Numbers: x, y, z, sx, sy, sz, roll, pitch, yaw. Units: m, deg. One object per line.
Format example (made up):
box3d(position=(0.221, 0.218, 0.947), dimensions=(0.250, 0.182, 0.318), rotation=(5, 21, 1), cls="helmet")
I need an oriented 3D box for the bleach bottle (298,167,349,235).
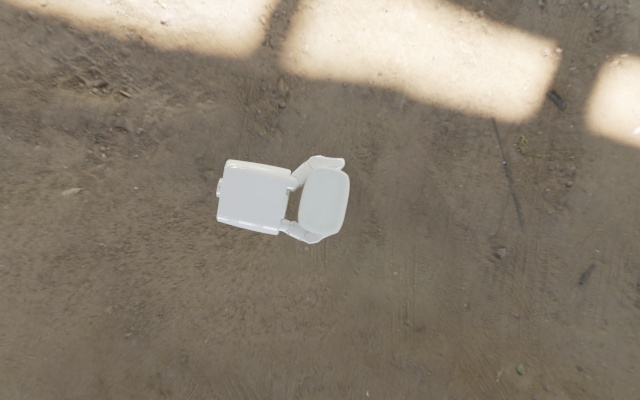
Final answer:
box3d(position=(0.000, 0.003, 0.815), dimensions=(0.068, 0.102, 0.251), rotation=(13, -3, -2), cls="bleach bottle")
